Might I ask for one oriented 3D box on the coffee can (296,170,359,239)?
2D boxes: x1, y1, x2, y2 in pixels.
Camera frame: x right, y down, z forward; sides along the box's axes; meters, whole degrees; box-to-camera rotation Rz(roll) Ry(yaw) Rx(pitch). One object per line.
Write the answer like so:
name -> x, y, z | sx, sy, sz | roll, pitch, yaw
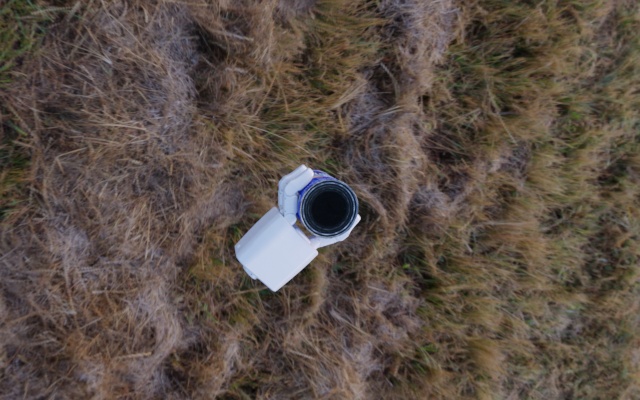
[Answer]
coffee can -> 0.000, 0.003, 0.869 | 0.103, 0.103, 0.140 | 0, 10, -13
